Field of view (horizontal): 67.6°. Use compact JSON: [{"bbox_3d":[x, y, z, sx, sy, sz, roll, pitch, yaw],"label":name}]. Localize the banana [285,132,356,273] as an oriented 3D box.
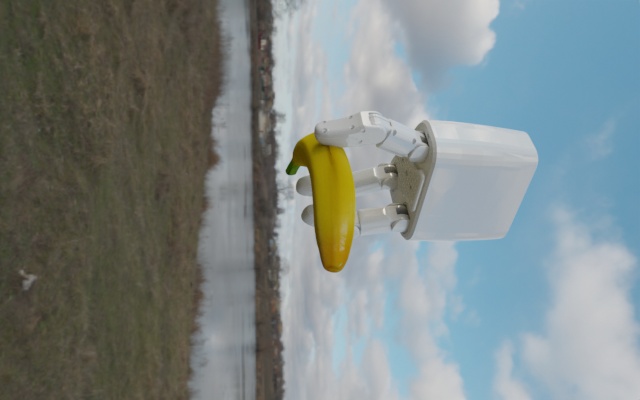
[{"bbox_3d":[0.003,-0.017,0.420,0.037,0.070,0.197,6,24,-14],"label":"banana"}]
